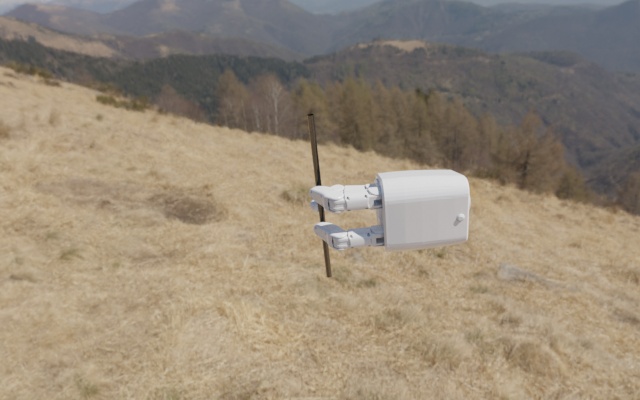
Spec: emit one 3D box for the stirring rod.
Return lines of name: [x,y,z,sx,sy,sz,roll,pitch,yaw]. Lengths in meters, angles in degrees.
stirring rod: [0.000,0.002,0.640,0.011,0.240,0.011,-5,26,3]
